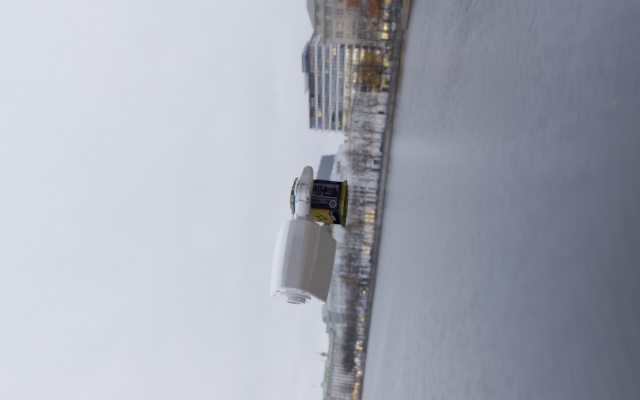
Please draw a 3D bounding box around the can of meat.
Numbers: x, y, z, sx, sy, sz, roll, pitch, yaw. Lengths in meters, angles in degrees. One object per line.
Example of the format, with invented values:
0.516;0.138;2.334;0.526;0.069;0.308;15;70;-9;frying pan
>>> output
0.000;0.002;0.770;0.084;0.057;0.102;6;-18;7;can of meat
